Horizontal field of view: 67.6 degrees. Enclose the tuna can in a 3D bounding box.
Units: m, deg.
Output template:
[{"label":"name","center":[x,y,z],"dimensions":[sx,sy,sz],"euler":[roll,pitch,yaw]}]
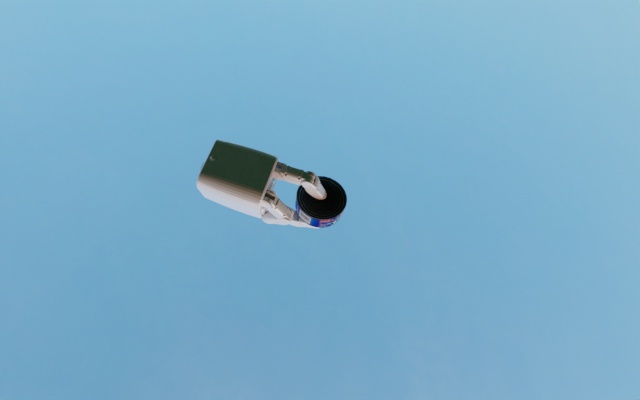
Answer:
[{"label":"tuna can","center":[0.000,0.003,0.812],"dimensions":[0.086,0.086,0.034],"euler":[0,-31,-9]}]
